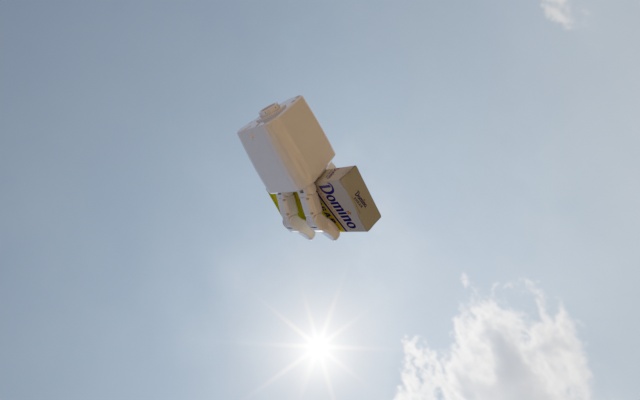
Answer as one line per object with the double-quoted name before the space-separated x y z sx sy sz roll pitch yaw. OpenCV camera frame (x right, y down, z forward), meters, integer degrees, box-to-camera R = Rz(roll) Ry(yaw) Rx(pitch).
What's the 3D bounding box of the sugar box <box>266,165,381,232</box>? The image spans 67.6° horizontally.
"sugar box" 0.000 0.003 0.735 0.176 0.093 0.048 -3 32 50
